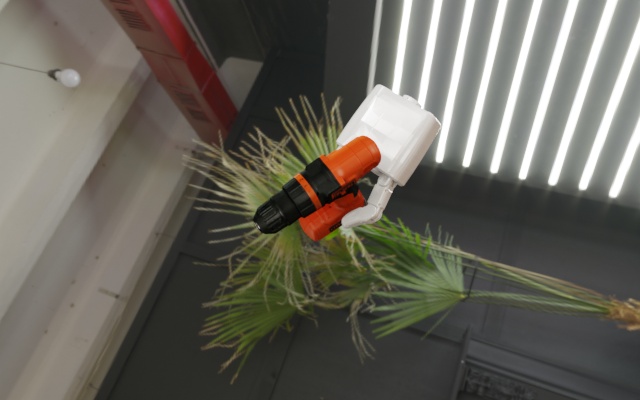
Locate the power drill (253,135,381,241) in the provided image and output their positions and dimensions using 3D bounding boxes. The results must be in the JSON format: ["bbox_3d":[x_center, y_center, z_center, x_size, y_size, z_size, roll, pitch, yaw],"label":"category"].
[{"bbox_3d":[0.000,0.002,0.665,0.184,0.057,0.188,-33,-15,-6],"label":"power drill"}]
